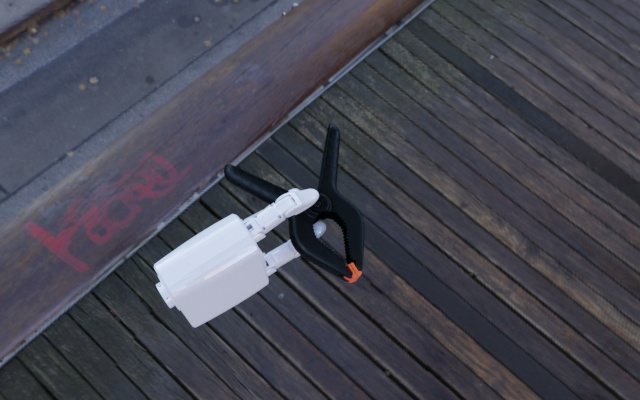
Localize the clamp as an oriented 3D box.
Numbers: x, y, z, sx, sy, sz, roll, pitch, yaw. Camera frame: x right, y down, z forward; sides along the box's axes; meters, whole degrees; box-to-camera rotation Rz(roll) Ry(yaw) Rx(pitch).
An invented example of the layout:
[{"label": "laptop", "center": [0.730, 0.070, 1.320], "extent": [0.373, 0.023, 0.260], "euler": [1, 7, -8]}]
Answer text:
[{"label": "clamp", "center": [0.000, 0.002, 0.602], "extent": [0.164, 0.210, 0.036], "euler": [-32, -16, -18]}]
